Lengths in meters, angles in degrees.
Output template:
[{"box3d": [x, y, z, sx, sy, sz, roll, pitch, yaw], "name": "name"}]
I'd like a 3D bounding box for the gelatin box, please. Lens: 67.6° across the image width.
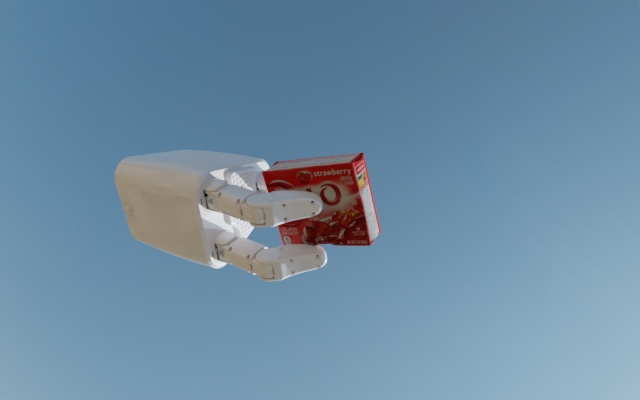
[{"box3d": [0.001, 0.001, 0.408, 0.089, 0.073, 0.030, -3, 22, 29], "name": "gelatin box"}]
